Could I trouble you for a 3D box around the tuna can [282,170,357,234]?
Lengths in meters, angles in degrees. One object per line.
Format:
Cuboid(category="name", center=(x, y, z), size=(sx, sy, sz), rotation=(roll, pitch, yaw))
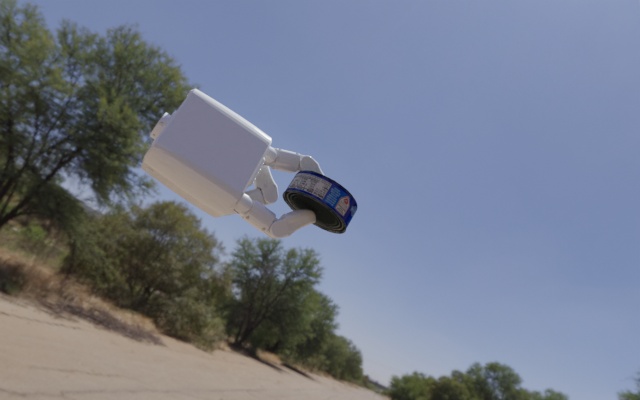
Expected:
Cuboid(category="tuna can", center=(0.000, 0.001, 0.565), size=(0.086, 0.033, 0.086), rotation=(28, -19, 11))
